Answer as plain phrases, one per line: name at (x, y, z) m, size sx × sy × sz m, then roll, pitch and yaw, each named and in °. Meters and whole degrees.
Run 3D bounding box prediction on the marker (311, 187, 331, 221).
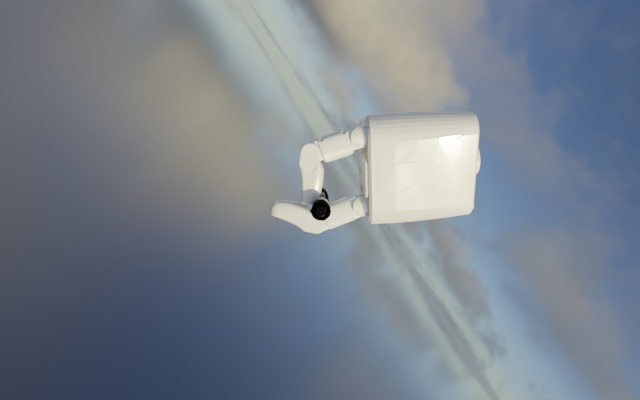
marker at (0.000, 0.002, 0.498) m, size 0.020 × 0.020 × 0.121 m, roll 0°, pitch 8°, yaw -1°
